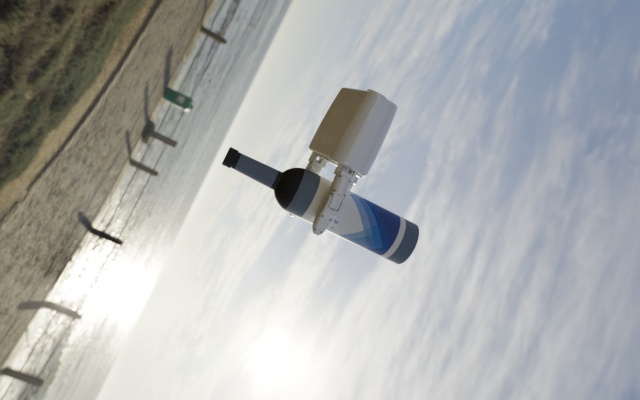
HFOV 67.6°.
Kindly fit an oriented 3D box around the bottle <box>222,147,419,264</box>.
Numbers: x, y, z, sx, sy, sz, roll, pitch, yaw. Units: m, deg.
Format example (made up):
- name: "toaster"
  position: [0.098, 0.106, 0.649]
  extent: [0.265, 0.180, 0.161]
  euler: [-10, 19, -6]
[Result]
- name: "bottle"
  position: [0.000, 0.002, 0.681]
  extent: [0.296, 0.069, 0.069]
  euler: [26, -7, -13]
